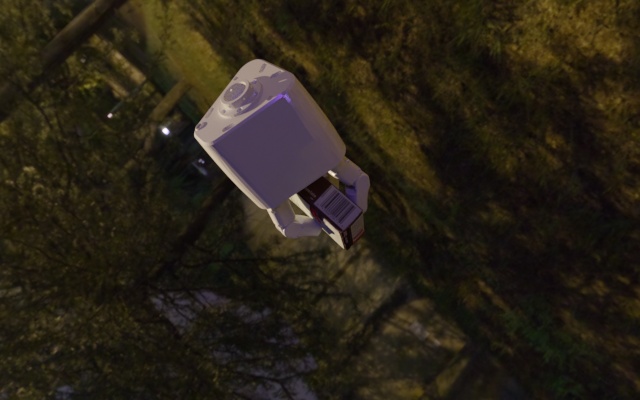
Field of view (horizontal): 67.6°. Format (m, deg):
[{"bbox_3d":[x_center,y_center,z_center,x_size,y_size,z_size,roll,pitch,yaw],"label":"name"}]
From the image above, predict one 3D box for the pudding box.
[{"bbox_3d":[0.000,0.002,0.568,0.113,0.039,0.090,43,-8,18],"label":"pudding box"}]
